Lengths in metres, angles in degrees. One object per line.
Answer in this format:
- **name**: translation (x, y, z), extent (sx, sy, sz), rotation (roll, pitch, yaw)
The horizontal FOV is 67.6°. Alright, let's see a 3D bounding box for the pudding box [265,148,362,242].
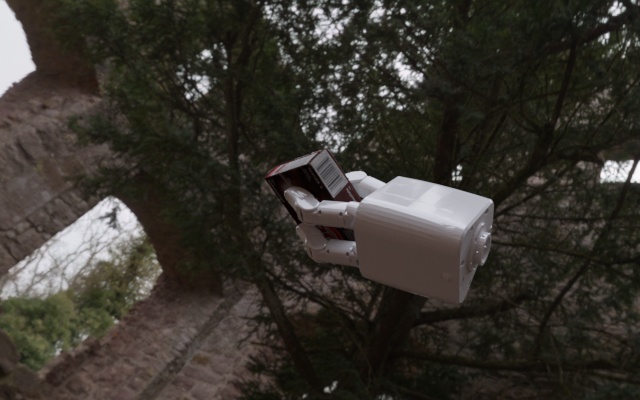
- **pudding box**: translation (0.000, 0.002, 0.550), extent (0.090, 0.113, 0.039), rotation (-13, 25, 50)
